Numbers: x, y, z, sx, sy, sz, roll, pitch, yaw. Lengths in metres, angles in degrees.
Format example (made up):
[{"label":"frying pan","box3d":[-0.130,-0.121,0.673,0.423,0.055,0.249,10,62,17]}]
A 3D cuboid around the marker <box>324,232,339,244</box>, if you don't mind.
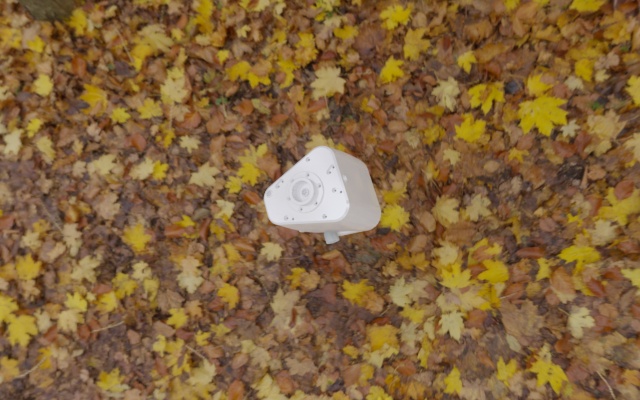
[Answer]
[{"label":"marker","box3d":[0.000,0.002,0.683,0.020,0.121,0.020,-16,-14,-4]}]
